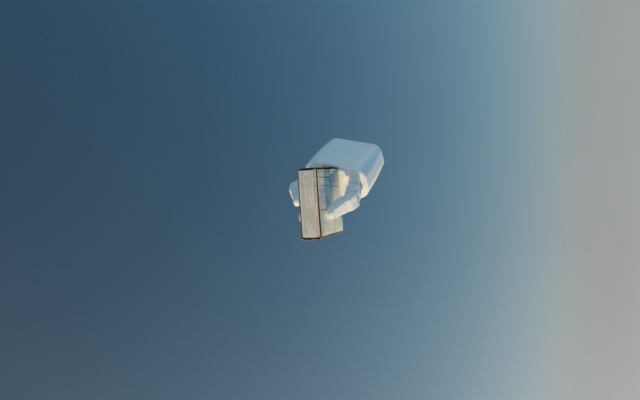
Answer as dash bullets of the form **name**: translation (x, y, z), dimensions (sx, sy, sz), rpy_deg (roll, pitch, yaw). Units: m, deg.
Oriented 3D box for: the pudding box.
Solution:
- **pudding box**: translation (0.000, 0.003, 0.770), dimensions (0.039, 0.113, 0.090), rpy_deg (-5, 2, 26)
